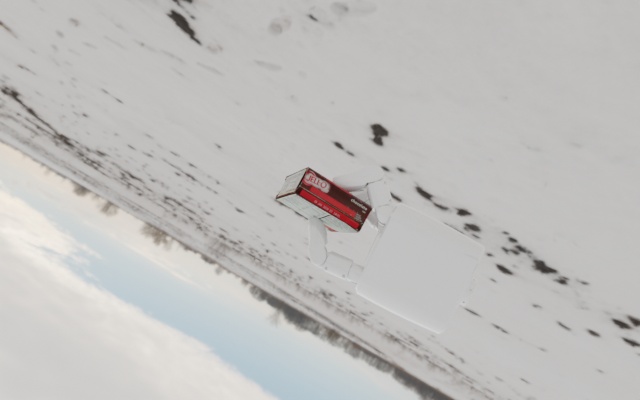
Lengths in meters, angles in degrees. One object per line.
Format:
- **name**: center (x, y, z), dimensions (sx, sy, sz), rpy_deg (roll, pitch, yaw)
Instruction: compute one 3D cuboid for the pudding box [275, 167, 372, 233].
- **pudding box**: center (0.000, 0.002, 0.579), dimensions (0.090, 0.039, 0.113), rpy_deg (33, -13, -13)
